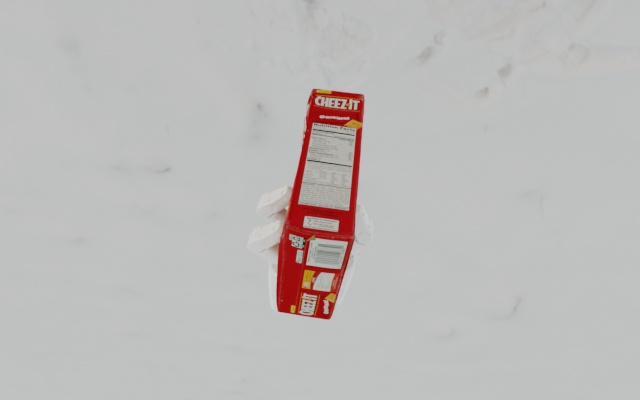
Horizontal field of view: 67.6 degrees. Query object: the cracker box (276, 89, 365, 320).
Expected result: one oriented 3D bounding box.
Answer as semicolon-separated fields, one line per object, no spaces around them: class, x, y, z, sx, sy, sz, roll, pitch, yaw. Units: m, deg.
cracker box;0.000;0.002;0.551;0.072;0.213;0.164;8;-41;-1
